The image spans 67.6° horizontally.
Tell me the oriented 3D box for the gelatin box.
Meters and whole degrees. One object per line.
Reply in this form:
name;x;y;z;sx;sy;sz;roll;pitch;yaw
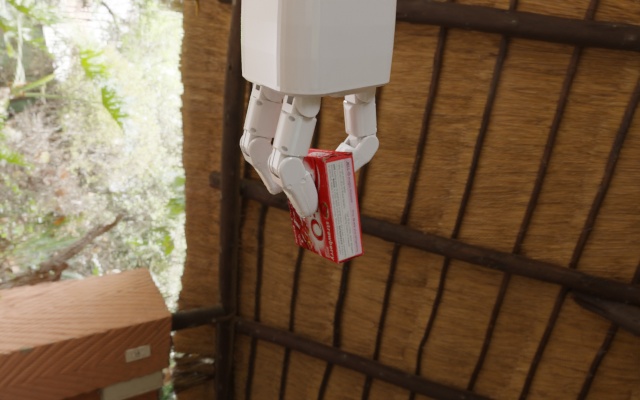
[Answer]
gelatin box;0.000;0.002;0.406;0.030;0.089;0.073;-16;17;-28
